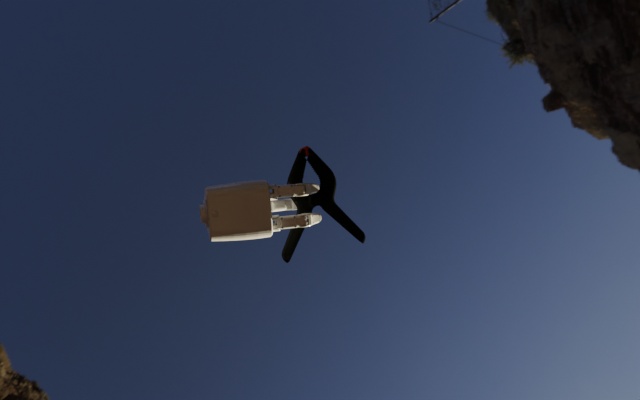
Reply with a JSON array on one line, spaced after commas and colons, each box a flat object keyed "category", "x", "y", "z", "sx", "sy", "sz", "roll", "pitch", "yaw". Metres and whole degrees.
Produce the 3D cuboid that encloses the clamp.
[{"category": "clamp", "x": 0.000, "y": 0.002, "z": 0.894, "sx": 0.164, "sy": 0.210, "sz": 0.036, "roll": -6, "pitch": 2, "yaw": -17}]
